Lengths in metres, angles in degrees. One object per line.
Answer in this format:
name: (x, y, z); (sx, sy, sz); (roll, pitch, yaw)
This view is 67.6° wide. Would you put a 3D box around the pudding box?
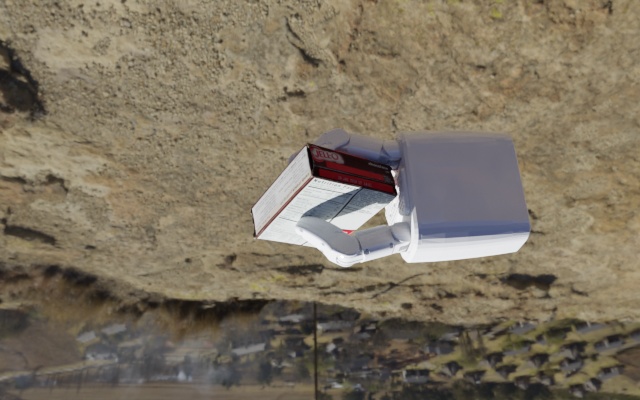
pudding box: (0.000, 0.002, 0.436); (0.090, 0.039, 0.113); (13, -39, -31)
